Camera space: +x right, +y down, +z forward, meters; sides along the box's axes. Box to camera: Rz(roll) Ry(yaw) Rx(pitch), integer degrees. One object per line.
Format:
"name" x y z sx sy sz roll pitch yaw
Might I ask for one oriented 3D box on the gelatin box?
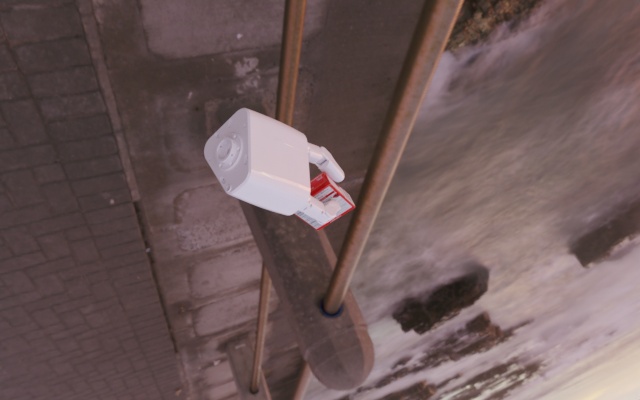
"gelatin box" 0.000 0.003 0.726 0.073 0.030 0.089 -33 -37 13
